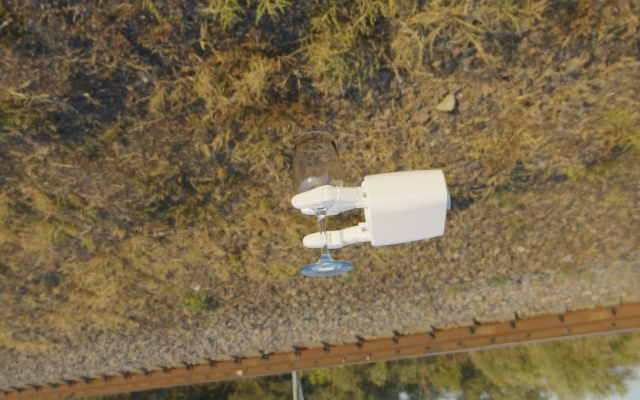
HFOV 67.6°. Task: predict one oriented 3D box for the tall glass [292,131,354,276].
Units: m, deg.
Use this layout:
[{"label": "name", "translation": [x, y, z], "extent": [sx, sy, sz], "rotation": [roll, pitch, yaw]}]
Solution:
[{"label": "tall glass", "translation": [0.000, 0.003, 0.687], "extent": [0.079, 0.201, 0.079], "rotation": [-5, -22, -2]}]
